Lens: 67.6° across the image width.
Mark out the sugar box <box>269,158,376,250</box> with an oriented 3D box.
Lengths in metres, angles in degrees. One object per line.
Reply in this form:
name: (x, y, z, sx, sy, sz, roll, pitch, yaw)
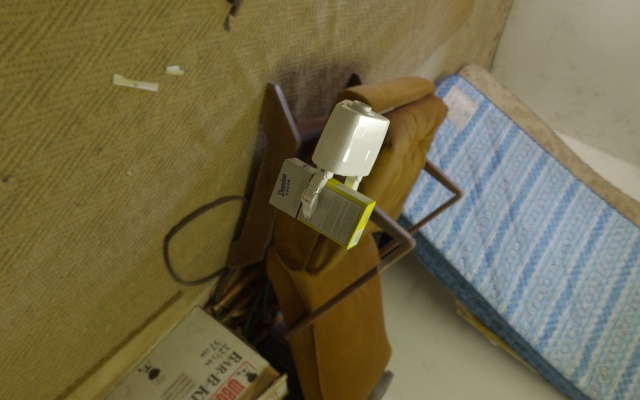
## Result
sugar box: (0.001, 0.003, 0.853, 0.176, 0.093, 0.048, 31, 22, 21)
